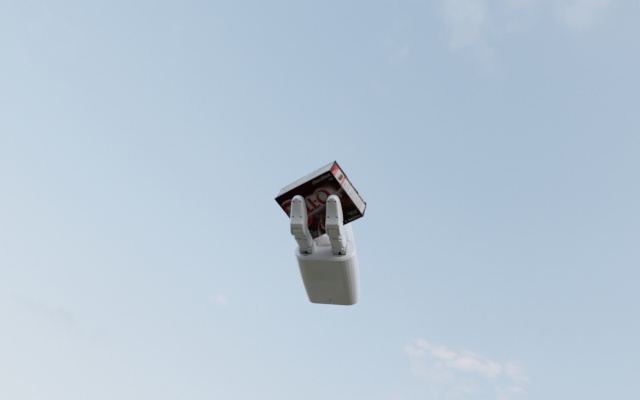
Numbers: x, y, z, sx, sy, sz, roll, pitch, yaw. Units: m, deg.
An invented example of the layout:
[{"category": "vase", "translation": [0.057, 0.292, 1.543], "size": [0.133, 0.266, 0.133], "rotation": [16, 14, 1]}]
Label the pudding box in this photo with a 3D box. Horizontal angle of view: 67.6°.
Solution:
[{"category": "pudding box", "translation": [0.000, 0.002, 0.728], "size": [0.113, 0.090, 0.039], "rotation": [-27, 21, 28]}]
